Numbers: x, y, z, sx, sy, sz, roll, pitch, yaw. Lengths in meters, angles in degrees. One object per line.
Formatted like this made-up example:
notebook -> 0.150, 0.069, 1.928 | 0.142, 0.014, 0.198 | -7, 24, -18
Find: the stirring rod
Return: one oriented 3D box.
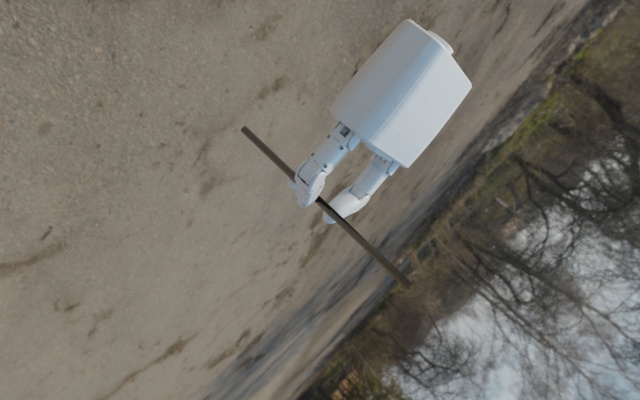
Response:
stirring rod -> 0.000, 0.001, 0.482 | 0.239, 0.011, 0.011 | 44, 15, 17
